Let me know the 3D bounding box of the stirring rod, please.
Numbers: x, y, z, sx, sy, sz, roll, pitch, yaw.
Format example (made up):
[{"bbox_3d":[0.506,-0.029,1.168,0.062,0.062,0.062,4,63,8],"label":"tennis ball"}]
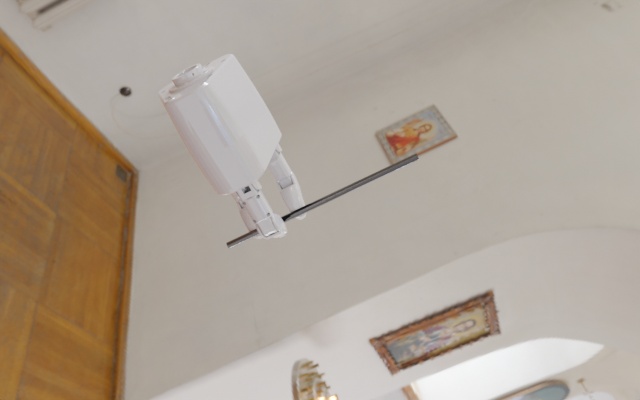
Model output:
[{"bbox_3d":[0.000,0.002,0.546,0.239,0.011,0.011,-25,-3,6],"label":"stirring rod"}]
